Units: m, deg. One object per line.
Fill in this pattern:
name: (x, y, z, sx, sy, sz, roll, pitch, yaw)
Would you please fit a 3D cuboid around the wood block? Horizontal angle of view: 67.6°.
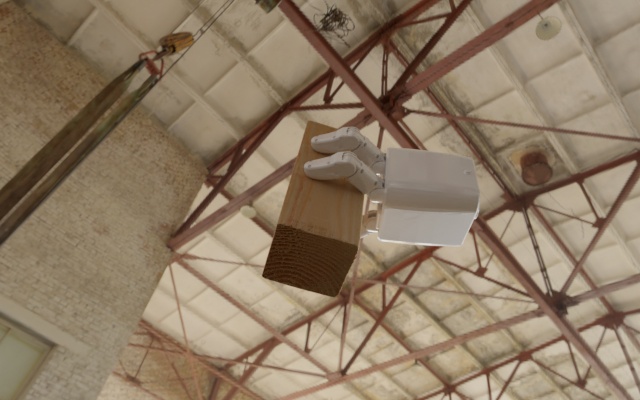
wood block: (0.000, 0.002, 0.584, 0.090, 0.091, 0.206, 16, 40, -4)
